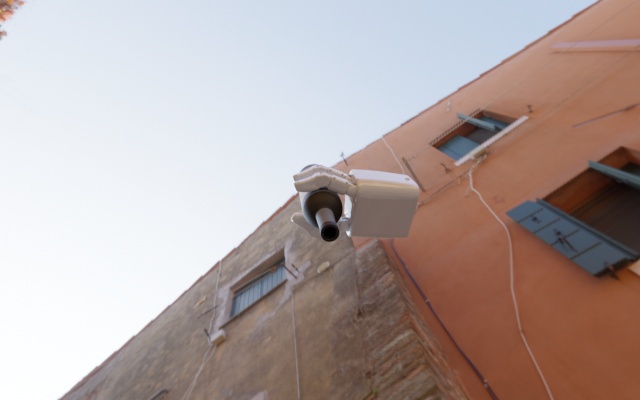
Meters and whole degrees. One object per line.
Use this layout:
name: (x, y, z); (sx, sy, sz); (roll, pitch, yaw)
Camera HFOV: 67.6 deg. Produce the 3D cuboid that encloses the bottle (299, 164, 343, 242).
bottle: (0.000, 0.003, 0.818); (0.069, 0.069, 0.295); (0, 17, -6)
